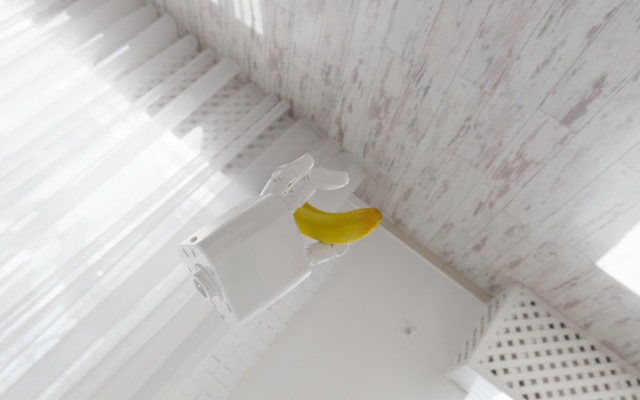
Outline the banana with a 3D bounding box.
[{"bbox_3d":[-0.001,0.018,0.587,0.037,0.070,0.197,-21,29,-34],"label":"banana"}]
